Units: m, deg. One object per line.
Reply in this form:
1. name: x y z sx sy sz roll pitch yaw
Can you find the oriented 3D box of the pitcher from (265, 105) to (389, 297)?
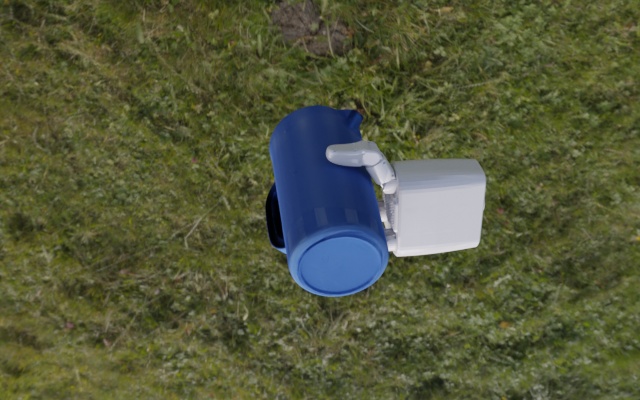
1. pitcher: 0.000 0.002 0.596 0.145 0.149 0.242 -4 39 -4
